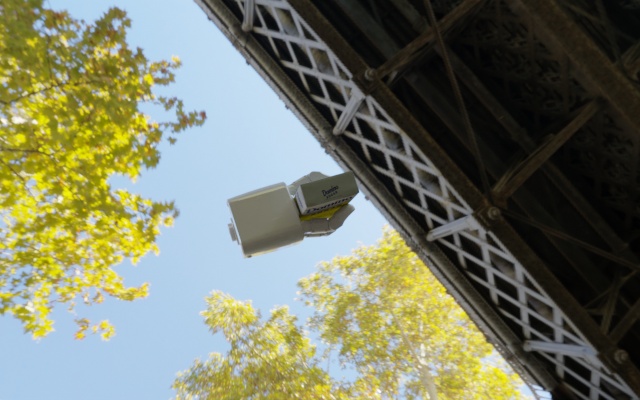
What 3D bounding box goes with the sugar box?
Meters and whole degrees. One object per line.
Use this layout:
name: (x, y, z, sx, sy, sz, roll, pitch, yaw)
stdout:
sugar box: (0.000, 0.003, 0.835, 0.093, 0.048, 0.176, -16, -8, -13)
